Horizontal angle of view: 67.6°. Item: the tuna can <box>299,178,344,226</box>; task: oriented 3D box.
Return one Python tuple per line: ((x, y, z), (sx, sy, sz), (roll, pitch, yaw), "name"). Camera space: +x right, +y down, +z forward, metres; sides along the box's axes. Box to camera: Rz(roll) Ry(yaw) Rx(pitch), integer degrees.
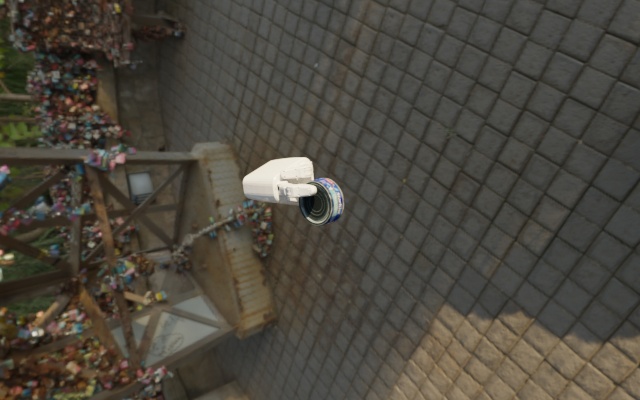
((0.000, 0.003, 0.877), (0.086, 0.086, 0.034), (0, 9, 42), "tuna can")
